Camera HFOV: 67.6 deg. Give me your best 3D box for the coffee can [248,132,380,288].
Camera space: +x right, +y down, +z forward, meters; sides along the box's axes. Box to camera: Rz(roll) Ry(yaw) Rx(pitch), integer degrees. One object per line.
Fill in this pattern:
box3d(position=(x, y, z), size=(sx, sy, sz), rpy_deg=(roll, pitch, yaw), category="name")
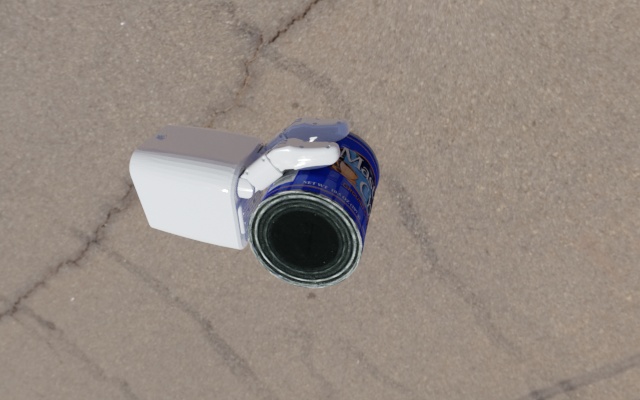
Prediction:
box3d(position=(0.000, 0.002, 0.471), size=(0.103, 0.103, 0.140), rpy_deg=(0, 30, 14), category="coffee can")
